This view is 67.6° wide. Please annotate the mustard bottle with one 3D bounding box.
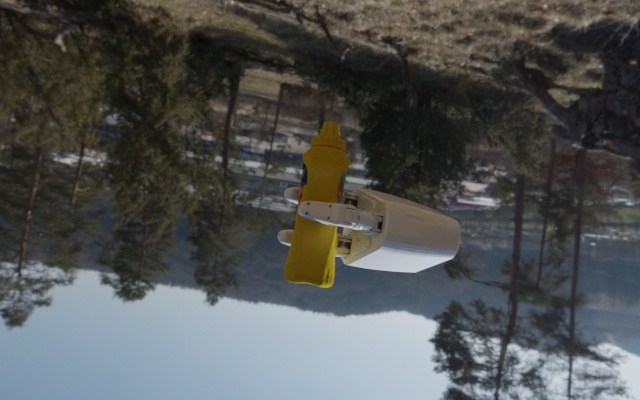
[{"bbox_3d":[0.000,0.002,0.557,0.058,0.191,0.096,9,-7,2],"label":"mustard bottle"}]
